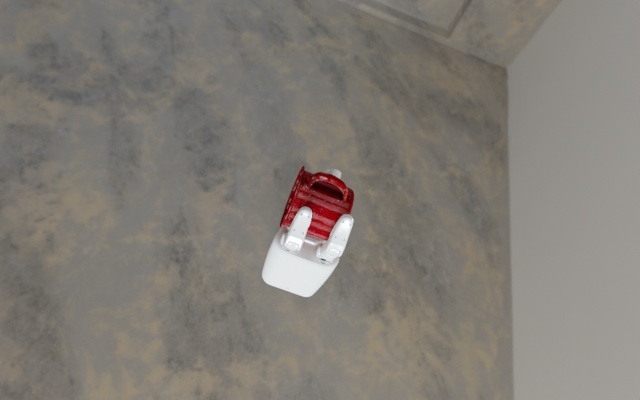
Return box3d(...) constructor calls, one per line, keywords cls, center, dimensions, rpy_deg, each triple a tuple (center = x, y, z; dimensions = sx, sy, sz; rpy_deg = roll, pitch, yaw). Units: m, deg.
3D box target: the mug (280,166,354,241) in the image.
box3d(cls="mug", center=(0.001, 0.001, 0.664), dimensions=(0.081, 0.093, 0.117), rpy_deg=(21, -40, -7))
